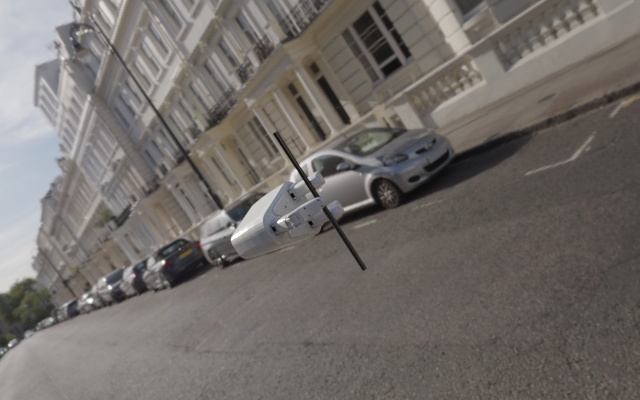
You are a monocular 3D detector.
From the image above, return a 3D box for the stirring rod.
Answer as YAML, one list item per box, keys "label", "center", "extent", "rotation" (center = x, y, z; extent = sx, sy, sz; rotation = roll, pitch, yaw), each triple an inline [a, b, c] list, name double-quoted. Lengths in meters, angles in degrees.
- label: "stirring rod"
  center: [0.000, 0.002, 0.698]
  extent: [0.011, 0.239, 0.011]
  rotation: [-33, 6, 4]
